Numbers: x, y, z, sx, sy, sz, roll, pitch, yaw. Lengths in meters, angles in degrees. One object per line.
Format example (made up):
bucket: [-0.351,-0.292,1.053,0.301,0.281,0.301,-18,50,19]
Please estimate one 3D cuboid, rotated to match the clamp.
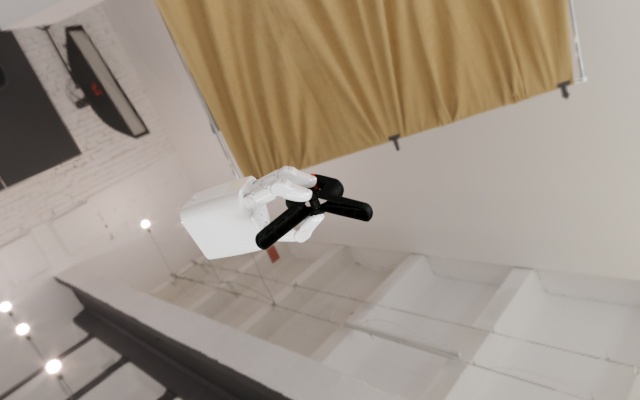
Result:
clamp: [0.000,0.003,0.722,0.164,0.036,0.210,-12,21,12]
